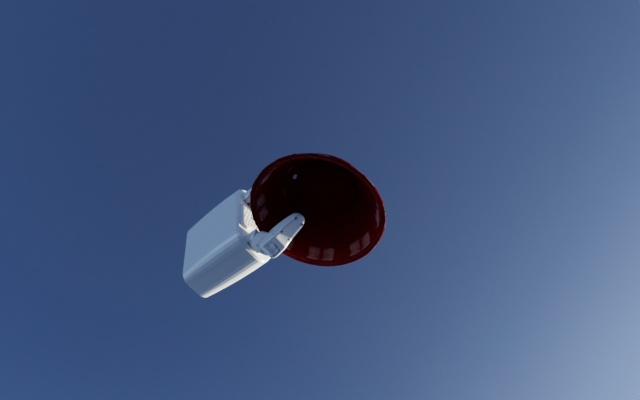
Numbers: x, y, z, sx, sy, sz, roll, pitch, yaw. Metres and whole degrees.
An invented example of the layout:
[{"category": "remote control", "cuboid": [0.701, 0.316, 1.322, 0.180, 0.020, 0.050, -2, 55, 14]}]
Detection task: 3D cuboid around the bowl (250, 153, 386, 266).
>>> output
[{"category": "bowl", "cuboid": [0.001, 0.001, 0.576, 0.162, 0.162, 0.055, 0, 34, 15]}]
